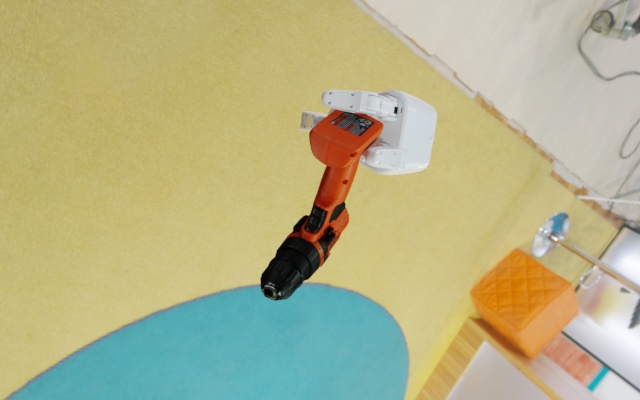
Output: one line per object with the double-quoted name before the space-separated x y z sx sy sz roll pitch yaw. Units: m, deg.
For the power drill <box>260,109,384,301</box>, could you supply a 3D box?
"power drill" 0.000 0.001 0.529 0.057 0.188 0.184 26 35 10
